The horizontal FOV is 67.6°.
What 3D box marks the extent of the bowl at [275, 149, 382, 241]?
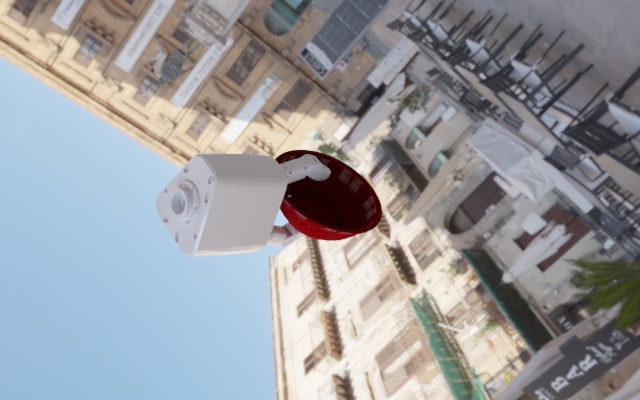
[{"bbox_3d":[0.001,0.002,0.648,0.162,0.055,0.162,19,36,-15],"label":"bowl"}]
